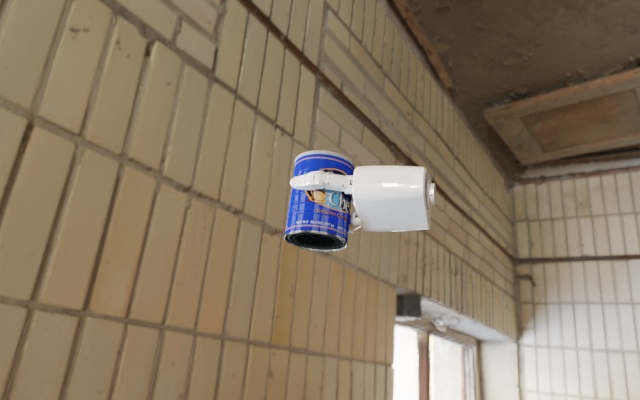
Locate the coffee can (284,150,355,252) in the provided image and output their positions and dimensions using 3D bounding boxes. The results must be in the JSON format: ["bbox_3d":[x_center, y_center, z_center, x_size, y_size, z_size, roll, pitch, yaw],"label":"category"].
[{"bbox_3d":[0.000,0.002,0.785,0.103,0.140,0.103,6,-21,2],"label":"coffee can"}]
